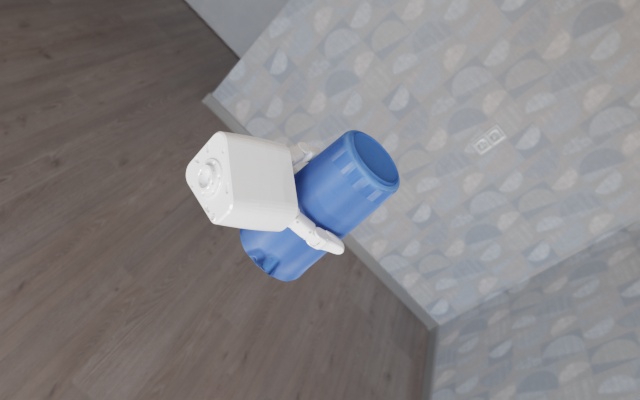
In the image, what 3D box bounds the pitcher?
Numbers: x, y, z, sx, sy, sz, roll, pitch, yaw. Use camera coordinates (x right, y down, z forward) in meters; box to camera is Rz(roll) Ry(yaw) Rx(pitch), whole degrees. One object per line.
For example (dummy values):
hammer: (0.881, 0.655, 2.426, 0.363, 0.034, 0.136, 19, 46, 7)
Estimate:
pitcher: (0.000, 0.002, 0.724, 0.145, 0.149, 0.243, 10, -41, -46)
